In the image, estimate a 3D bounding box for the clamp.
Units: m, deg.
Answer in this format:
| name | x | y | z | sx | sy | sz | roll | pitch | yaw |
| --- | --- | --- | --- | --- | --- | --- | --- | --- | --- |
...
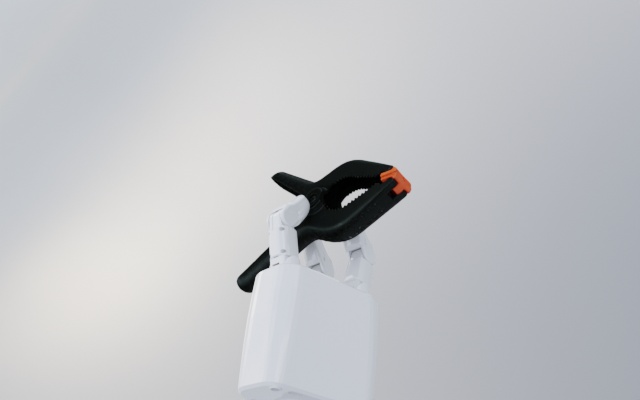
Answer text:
| name | x | y | z | sx | sy | sz | roll | pitch | yaw |
| --- | --- | --- | --- | --- | --- | --- | --- | --- | --- |
| clamp | 0.000 | 0.001 | 0.514 | 0.210 | 0.164 | 0.036 | -26 | -50 | 32 |
